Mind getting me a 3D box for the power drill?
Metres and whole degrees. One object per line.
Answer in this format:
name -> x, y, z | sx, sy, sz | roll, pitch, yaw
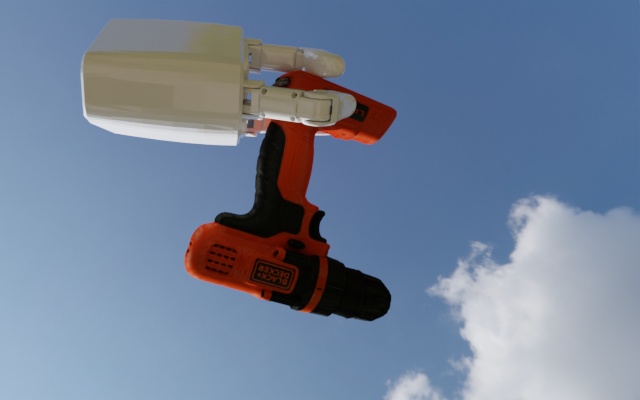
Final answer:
power drill -> 0.000, 0.001, 0.405 | 0.184, 0.187, 0.057 | 19, -4, -20
